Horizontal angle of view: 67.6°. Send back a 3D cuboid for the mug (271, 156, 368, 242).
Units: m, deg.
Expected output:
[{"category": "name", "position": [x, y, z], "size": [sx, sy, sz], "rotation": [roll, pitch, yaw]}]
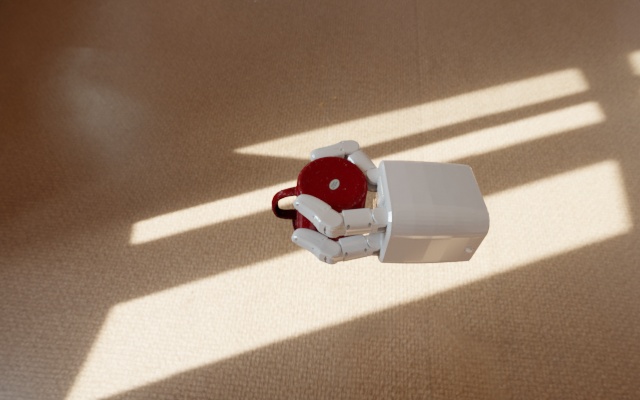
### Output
[{"category": "mug", "position": [-0.001, 0.002, 0.568], "size": [0.117, 0.093, 0.082], "rotation": [0, -34, -2]}]
